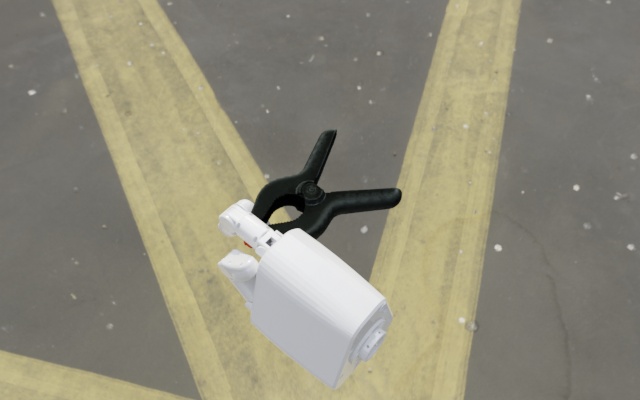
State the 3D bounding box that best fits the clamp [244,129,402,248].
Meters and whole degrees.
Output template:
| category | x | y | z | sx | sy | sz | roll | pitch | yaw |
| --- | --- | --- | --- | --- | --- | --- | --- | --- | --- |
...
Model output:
| category | x | y | z | sx | sy | sz | roll | pitch | yaw |
| --- | --- | --- | --- | --- | --- | --- | --- | --- | --- |
| clamp | 0.000 | 0.001 | 0.498 | 0.120 | 0.171 | 0.039 | 35 | -28 | 23 |
